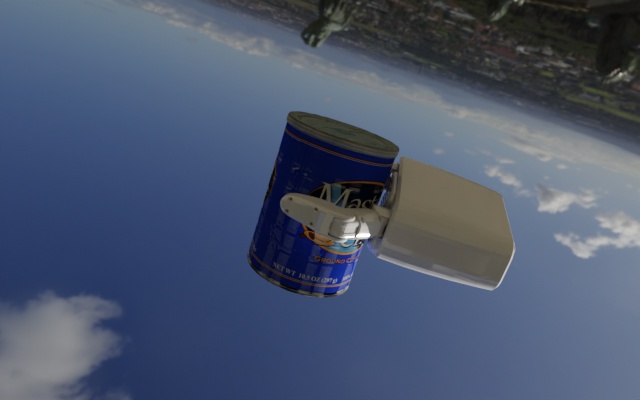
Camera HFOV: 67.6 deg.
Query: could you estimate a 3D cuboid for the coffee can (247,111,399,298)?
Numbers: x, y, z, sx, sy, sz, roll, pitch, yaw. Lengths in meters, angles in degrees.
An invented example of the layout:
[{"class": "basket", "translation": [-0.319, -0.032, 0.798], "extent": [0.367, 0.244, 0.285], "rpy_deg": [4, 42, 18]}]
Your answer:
[{"class": "coffee can", "translation": [0.000, 0.001, 0.439], "extent": [0.103, 0.140, 0.102], "rpy_deg": [17, 17, -5]}]
